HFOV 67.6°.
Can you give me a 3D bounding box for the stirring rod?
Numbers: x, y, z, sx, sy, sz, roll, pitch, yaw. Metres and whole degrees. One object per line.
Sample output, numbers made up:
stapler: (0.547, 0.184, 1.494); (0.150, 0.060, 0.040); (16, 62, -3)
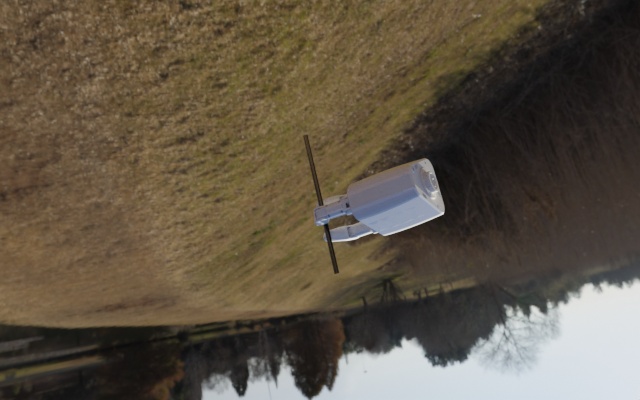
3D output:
stirring rod: (0.000, 0.002, 0.791); (0.011, 0.239, 0.011); (-12, -14, -3)
